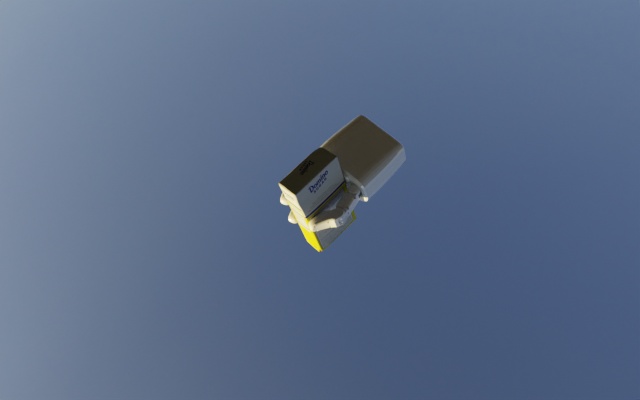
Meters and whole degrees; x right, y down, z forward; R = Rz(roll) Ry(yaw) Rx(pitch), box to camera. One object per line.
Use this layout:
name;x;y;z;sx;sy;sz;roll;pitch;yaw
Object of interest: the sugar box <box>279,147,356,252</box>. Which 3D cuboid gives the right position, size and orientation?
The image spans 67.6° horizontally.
sugar box;0.000;0.002;0.781;0.048;0.093;0.176;35;-20;35
